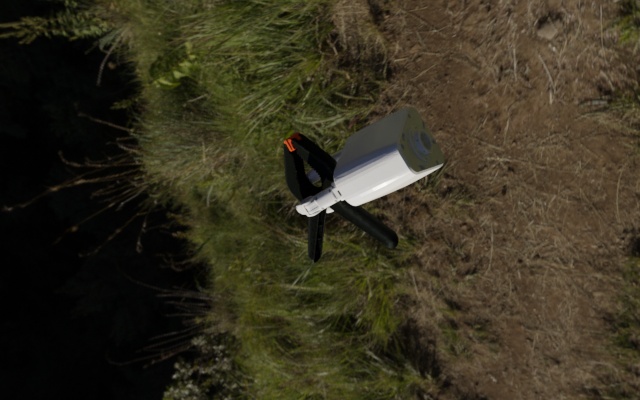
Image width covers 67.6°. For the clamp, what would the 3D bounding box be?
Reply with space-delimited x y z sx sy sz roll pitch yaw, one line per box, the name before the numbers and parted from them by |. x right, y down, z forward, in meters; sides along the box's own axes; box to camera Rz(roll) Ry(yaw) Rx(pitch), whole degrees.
clamp | 0.000 0.002 0.706 0.164 0.210 0.036 -26 12 40
